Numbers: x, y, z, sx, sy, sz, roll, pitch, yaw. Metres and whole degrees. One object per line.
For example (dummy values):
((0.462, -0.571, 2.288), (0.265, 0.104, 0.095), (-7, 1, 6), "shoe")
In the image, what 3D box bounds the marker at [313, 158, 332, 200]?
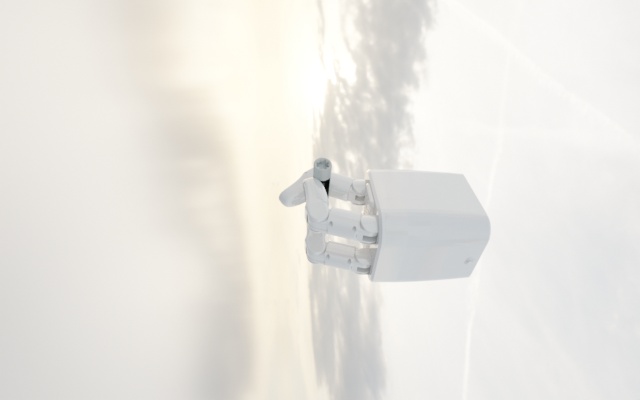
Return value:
((0.000, 0.002, 0.520), (0.020, 0.020, 0.121), (0, -39, -3), "marker")
